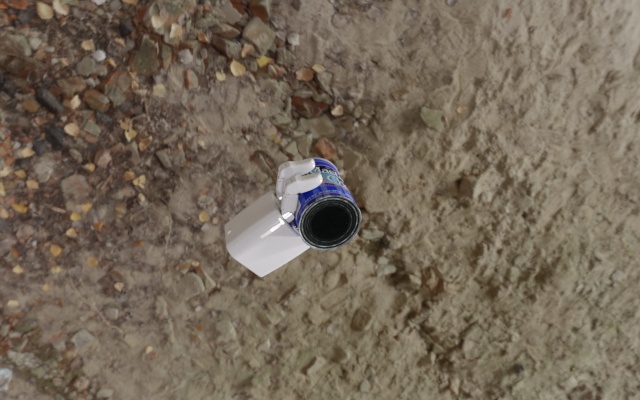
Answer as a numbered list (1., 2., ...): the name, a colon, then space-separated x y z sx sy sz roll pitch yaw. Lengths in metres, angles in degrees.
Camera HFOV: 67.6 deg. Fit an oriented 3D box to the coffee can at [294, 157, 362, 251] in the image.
1. coffee can: 0.000 0.002 0.804 0.103 0.103 0.140 0 29 -15
